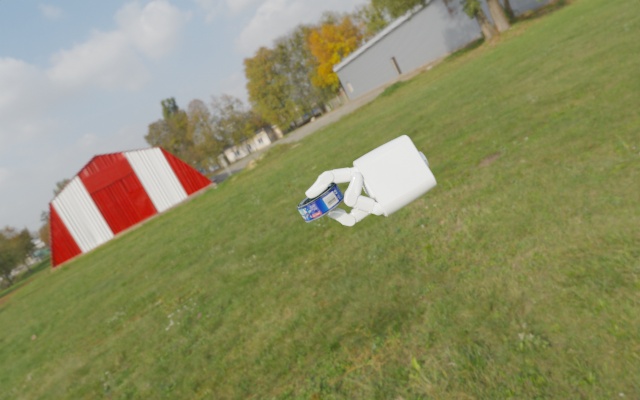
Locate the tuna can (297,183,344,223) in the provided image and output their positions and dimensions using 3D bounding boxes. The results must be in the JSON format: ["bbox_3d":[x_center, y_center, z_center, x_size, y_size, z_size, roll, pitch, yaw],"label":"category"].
[{"bbox_3d":[0.000,0.002,0.878,0.086,0.034,0.086,-32,10,6],"label":"tuna can"}]
